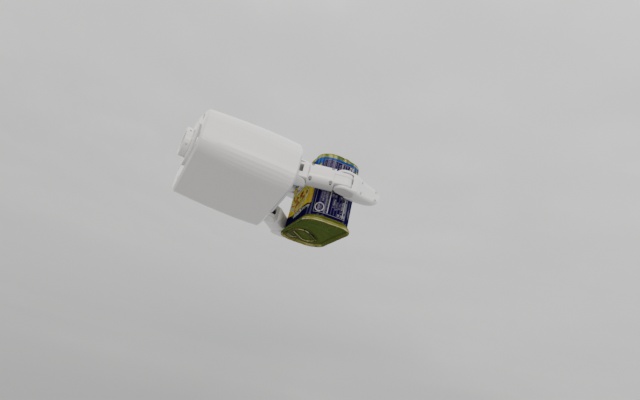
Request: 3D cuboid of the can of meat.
[{"bbox_3d":[0.000,0.002,0.568,0.057,0.084,0.102,20,-23,-18],"label":"can of meat"}]
